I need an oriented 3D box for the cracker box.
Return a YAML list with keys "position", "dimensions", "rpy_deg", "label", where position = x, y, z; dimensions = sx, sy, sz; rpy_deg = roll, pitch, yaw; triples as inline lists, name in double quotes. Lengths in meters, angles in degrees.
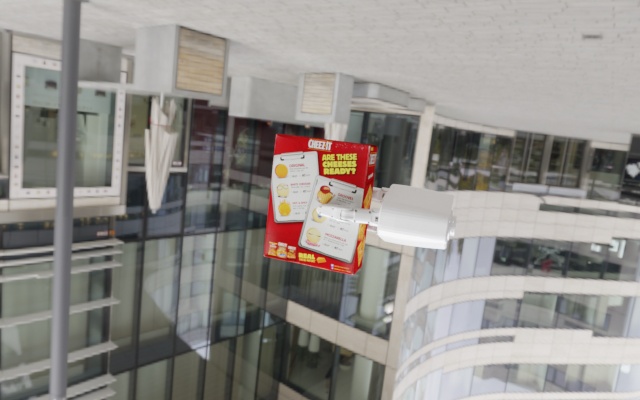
- position: [0.000, 0.003, 0.812]
  dimensions: [0.164, 0.214, 0.072]
  rpy_deg: [9, 9, 17]
  label: "cracker box"
